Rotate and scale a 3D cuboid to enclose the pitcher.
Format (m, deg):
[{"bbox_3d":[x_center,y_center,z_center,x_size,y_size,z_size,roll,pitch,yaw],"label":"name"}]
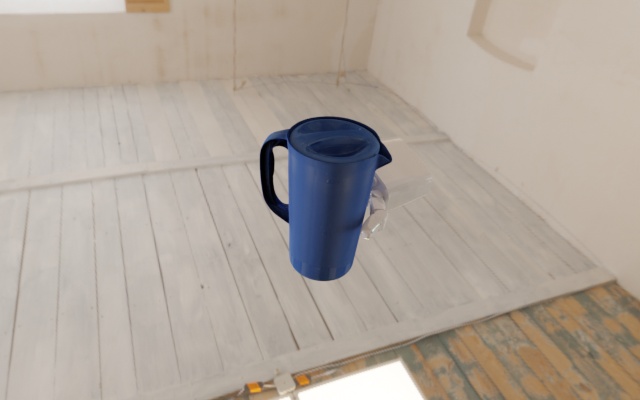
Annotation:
[{"bbox_3d":[0.000,0.002,0.730,0.145,0.243,0.149,-20,44,-31],"label":"pitcher"}]
